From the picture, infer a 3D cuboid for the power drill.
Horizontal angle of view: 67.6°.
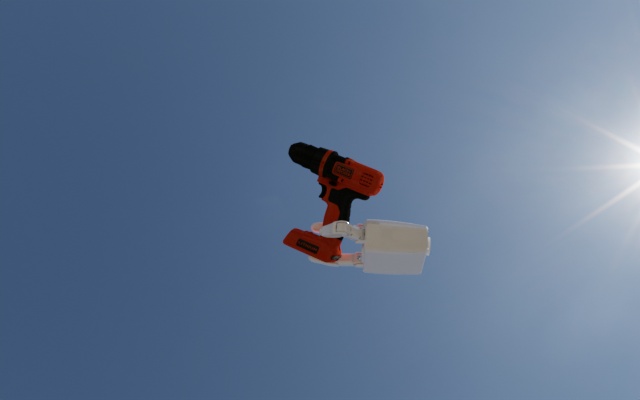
[{"bbox_3d":[0.000,0.003,0.853,0.184,0.187,0.057,23,7,19],"label":"power drill"}]
